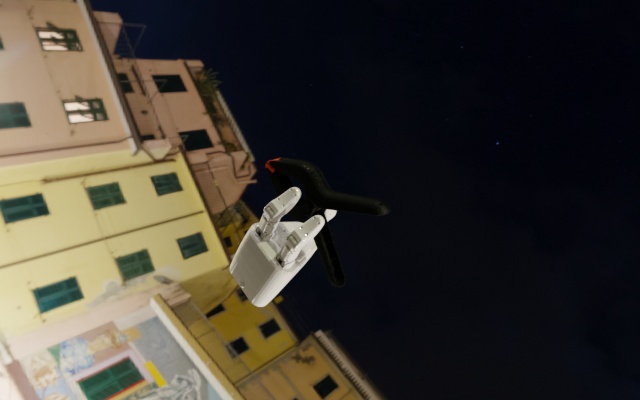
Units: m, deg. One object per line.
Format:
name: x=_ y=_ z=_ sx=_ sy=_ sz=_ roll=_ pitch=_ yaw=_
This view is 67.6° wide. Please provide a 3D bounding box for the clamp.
clamp: x=0.000 y=0.002 z=0.685 sx=0.036 sy=0.210 sz=0.165 roll=-20 pitch=-27 yaw=-46
